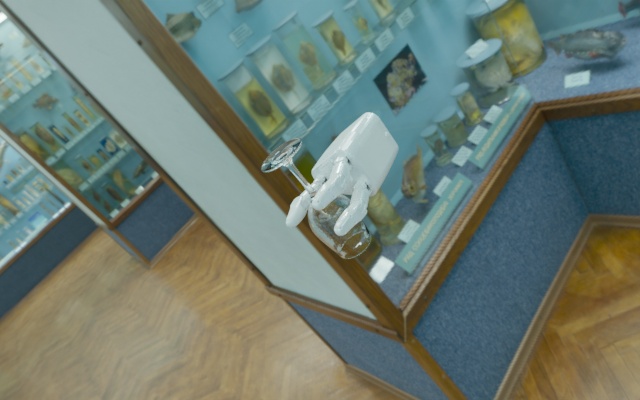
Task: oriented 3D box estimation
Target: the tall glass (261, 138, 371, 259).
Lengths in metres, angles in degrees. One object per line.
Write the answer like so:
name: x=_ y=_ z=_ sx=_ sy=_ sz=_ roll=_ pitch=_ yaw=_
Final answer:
tall glass: x=0.000 y=0.002 z=0.737 sx=0.079 sy=0.201 sz=0.079 roll=-31 pitch=26 yaw=17
